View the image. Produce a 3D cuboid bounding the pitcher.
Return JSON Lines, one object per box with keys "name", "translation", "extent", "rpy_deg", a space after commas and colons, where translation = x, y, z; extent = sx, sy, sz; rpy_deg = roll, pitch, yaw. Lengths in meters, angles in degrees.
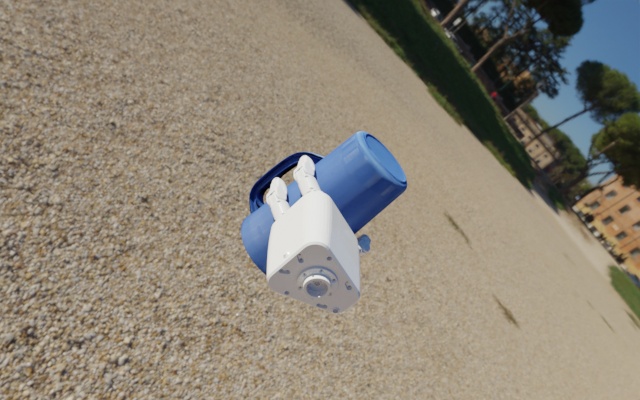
{"name": "pitcher", "translation": [0.000, 0.002, 0.718], "extent": [0.243, 0.149, 0.145], "rpy_deg": [-40, 23, 22]}
